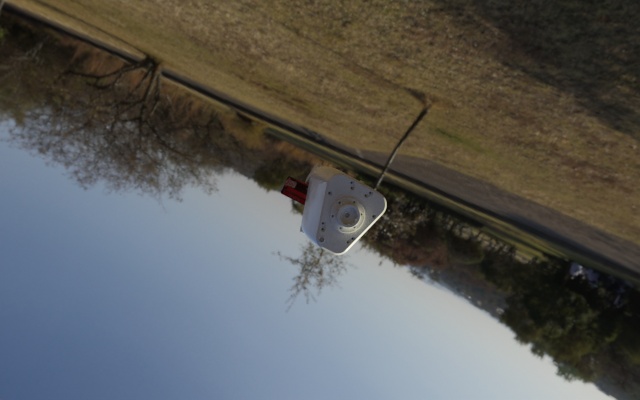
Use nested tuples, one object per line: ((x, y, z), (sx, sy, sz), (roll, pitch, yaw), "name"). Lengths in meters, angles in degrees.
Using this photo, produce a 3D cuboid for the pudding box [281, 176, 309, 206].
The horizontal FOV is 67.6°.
((0.000, 0.003, 0.823), (0.113, 0.039, 0.090), (29, -1, -42), "pudding box")
